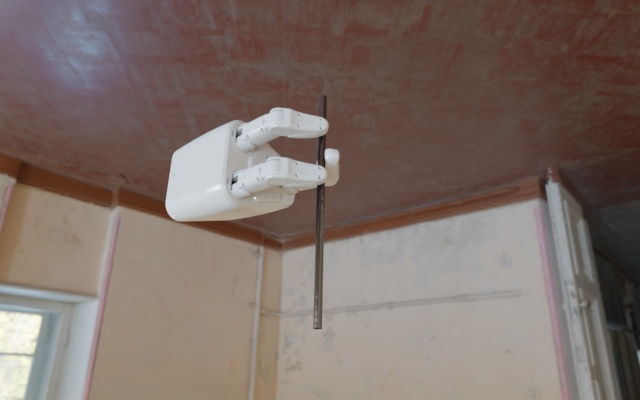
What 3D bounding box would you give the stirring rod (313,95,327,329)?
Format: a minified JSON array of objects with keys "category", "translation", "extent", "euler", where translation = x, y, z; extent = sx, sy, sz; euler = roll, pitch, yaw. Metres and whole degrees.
[{"category":"stirring rod","translation":[0.000,0.001,0.465],"extent":[0.011,0.239,0.011],"euler":[1,-21,0]}]
